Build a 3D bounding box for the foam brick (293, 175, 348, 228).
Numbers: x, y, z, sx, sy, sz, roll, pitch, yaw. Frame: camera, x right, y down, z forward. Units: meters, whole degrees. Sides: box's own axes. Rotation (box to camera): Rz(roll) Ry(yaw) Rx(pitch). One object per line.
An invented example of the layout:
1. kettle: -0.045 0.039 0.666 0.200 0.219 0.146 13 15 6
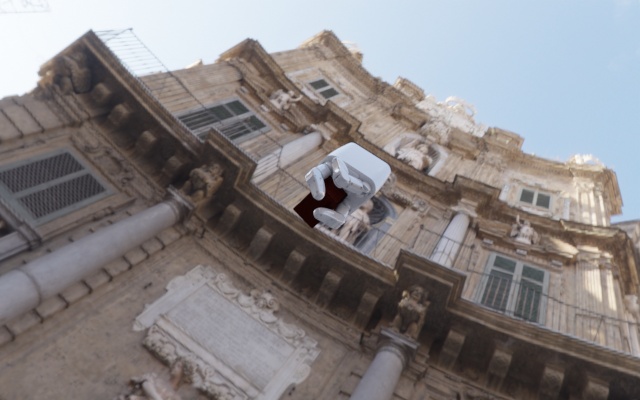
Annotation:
1. foam brick: 0.000 0.003 0.867 0.078 0.053 0.051 -43 0 33
